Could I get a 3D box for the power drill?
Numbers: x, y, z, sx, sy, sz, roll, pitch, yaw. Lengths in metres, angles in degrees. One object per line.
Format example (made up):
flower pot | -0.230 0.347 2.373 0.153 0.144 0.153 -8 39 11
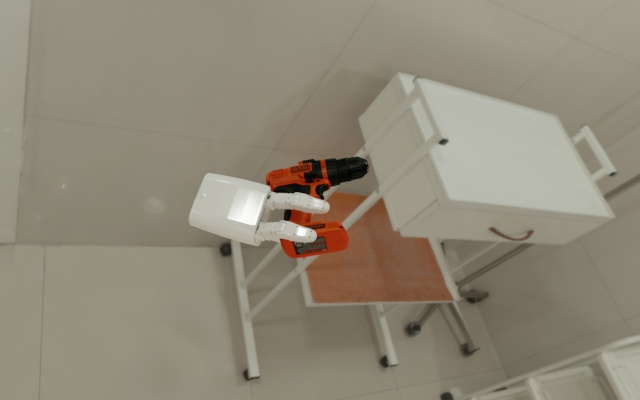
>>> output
power drill | 0.000 0.003 0.798 0.184 0.057 0.187 -11 43 5
